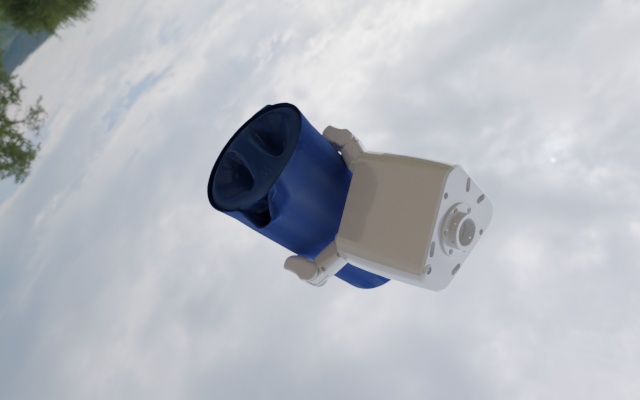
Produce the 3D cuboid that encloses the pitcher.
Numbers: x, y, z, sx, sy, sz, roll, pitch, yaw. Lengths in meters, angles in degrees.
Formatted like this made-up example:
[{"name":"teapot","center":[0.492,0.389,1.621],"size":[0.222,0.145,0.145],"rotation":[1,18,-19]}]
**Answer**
[{"name":"pitcher","center":[0.000,0.002,0.562],"size":[0.145,0.149,0.243],"rotation":[14,-19,49]}]
